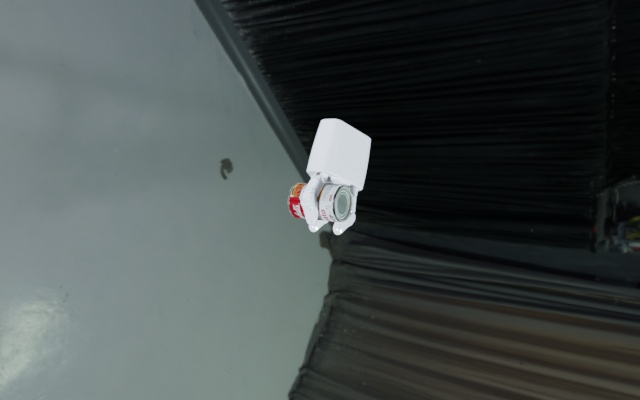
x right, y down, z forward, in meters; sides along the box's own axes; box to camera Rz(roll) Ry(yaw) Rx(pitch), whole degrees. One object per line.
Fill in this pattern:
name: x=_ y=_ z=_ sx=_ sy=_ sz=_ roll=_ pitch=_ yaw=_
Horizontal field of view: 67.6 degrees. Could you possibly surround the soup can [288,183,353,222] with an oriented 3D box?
soup can: x=0.000 y=0.003 z=0.883 sx=0.102 sy=0.068 sz=0.068 roll=5 pitch=2 yaw=33
